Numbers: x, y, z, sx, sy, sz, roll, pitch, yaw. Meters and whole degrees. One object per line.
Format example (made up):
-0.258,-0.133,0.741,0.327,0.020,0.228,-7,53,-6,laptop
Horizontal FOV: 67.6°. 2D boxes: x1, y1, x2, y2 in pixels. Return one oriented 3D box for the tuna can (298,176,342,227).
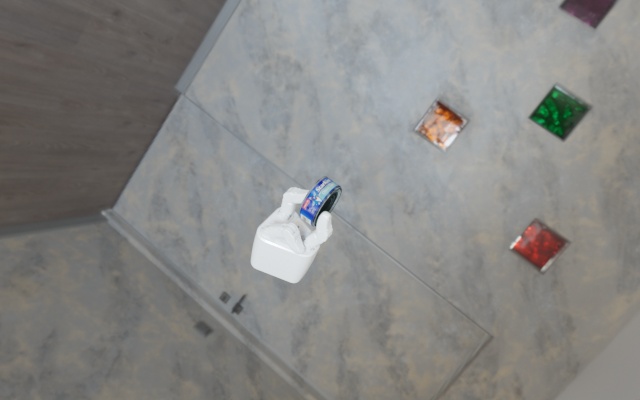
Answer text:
0.001,0.003,0.828,0.033,0.086,0.086,34,10,15,tuna can
